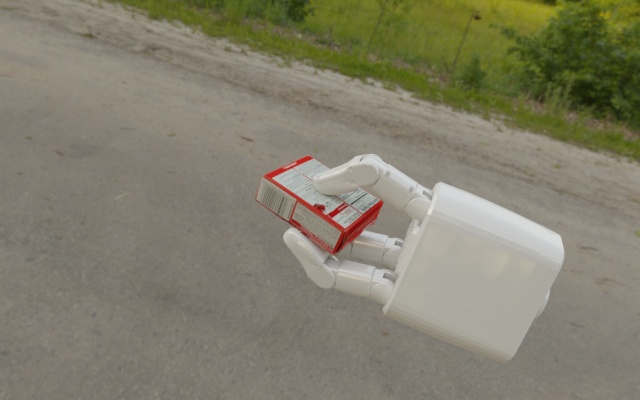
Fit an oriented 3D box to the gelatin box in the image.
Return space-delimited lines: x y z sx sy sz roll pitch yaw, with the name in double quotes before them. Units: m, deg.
"gelatin box" 0.000 0.001 0.419 0.089 0.030 0.073 34 33 17
